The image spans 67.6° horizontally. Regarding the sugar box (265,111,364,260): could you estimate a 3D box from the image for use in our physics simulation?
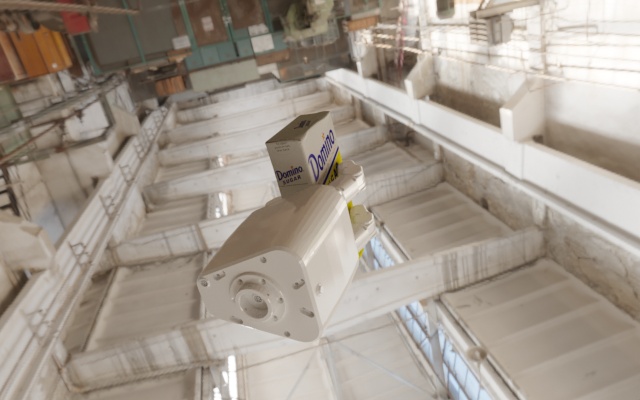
[{"bbox_3d":[0.001,0.002,0.516,0.048,0.176,0.093,-3,25,22],"label":"sugar box"}]
